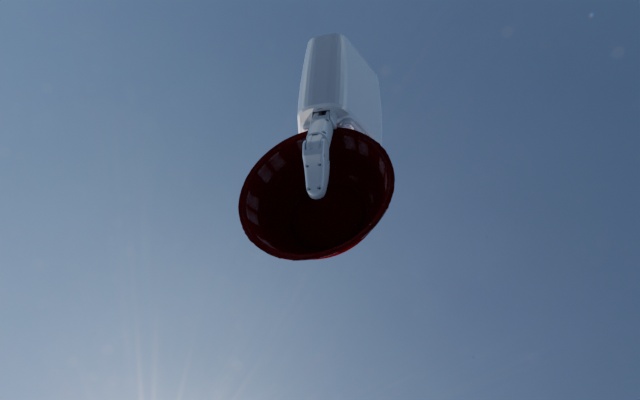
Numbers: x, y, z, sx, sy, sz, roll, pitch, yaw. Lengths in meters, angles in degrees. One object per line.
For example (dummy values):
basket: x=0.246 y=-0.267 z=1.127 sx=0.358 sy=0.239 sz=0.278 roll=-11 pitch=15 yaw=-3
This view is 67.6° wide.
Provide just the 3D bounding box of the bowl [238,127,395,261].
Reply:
bowl: x=0.000 y=0.003 z=0.493 sx=0.162 sy=0.162 sz=0.055 roll=0 pitch=-34 yaw=20
